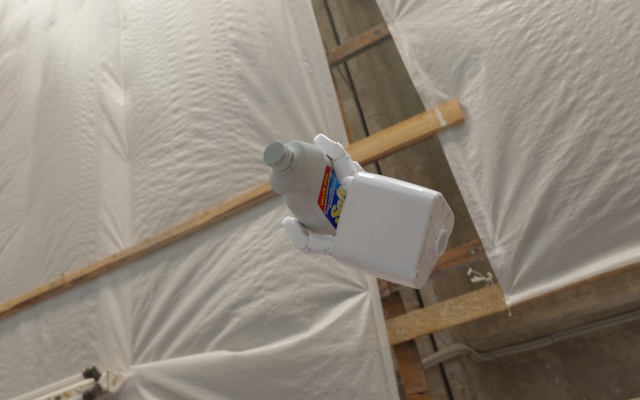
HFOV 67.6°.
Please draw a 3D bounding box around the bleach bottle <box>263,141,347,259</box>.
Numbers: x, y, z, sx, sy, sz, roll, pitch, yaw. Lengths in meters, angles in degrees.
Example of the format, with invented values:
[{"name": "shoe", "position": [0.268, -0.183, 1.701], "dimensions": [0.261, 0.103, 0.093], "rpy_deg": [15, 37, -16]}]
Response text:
[{"name": "bleach bottle", "position": [0.000, 0.002, 0.634], "dimensions": [0.068, 0.102, 0.251], "rpy_deg": [16, -14, 34]}]
